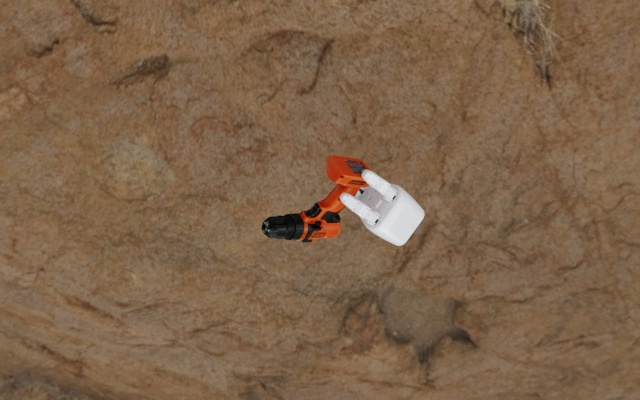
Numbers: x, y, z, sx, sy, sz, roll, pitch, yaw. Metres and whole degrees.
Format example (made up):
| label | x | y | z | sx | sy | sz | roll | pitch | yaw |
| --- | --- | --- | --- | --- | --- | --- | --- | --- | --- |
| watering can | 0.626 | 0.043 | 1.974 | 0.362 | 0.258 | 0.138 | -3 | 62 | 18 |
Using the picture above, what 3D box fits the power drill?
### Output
| label | x | y | z | sx | sy | sz | roll | pitch | yaw |
| --- | --- | --- | --- | --- | --- | --- | --- | --- | --- |
| power drill | 0.001 | 0.003 | 0.874 | 0.184 | 0.057 | 0.188 | 0 | -42 | -46 |
